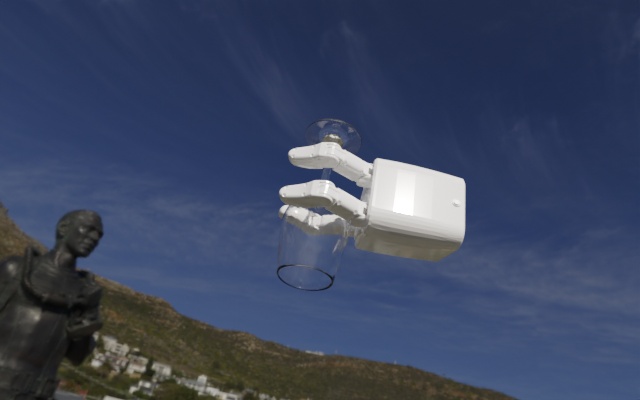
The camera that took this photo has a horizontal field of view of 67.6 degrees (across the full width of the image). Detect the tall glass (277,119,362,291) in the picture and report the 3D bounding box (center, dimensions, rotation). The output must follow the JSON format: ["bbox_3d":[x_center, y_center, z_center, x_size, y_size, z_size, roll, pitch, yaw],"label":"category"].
[{"bbox_3d":[0.000,0.001,0.562,0.079,0.201,0.079,8,-34,6],"label":"tall glass"}]
